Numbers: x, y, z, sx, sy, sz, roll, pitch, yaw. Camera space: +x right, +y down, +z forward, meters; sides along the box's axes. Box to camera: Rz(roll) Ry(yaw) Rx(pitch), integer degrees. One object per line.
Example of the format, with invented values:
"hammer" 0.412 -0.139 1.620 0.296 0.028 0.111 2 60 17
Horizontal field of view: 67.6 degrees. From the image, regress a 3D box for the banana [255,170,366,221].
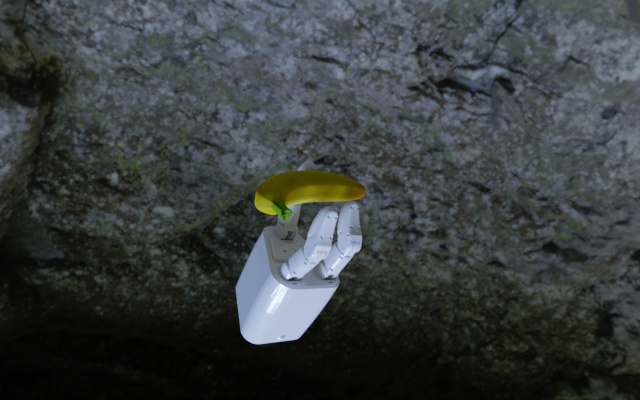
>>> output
"banana" -0.016 -0.008 0.535 0.069 0.037 0.198 34 23 19
